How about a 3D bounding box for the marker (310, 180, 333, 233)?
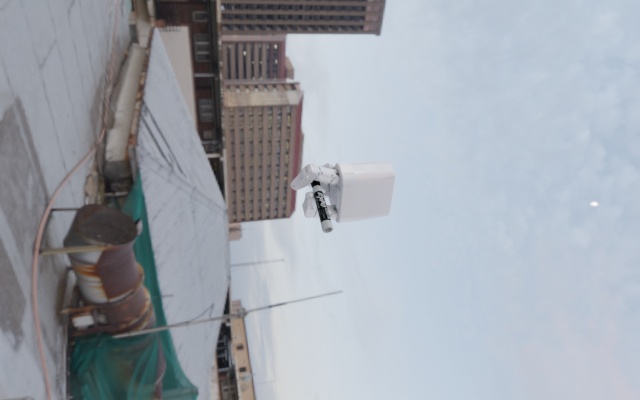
[{"bbox_3d":[0.000,0.003,0.837,0.020,0.121,0.020,-10,-36,-7],"label":"marker"}]
